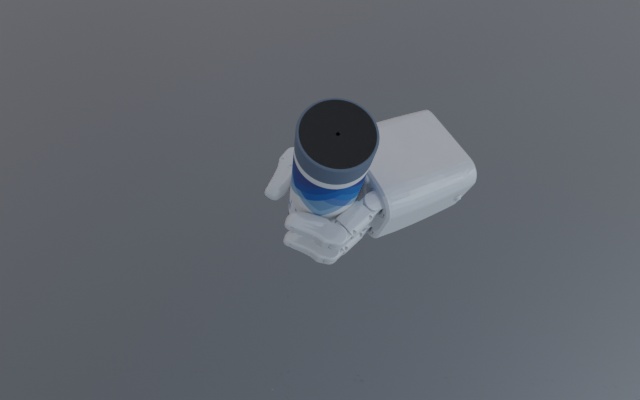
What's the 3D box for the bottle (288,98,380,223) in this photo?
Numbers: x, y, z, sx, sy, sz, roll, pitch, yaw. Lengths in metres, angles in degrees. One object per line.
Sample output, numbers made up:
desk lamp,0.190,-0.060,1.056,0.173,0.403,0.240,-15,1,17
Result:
bottle,0.000,0.002,0.508,0.069,0.069,0.296,0,-21,-6
